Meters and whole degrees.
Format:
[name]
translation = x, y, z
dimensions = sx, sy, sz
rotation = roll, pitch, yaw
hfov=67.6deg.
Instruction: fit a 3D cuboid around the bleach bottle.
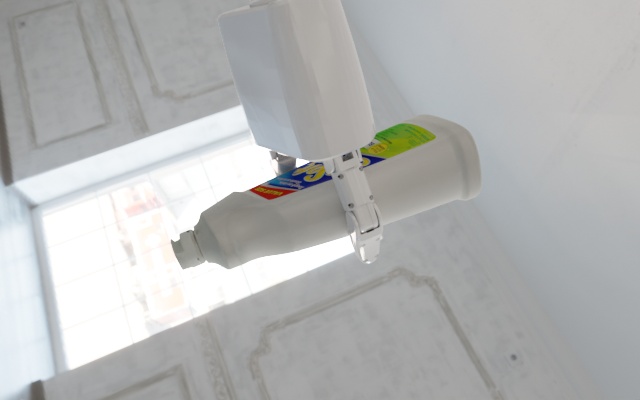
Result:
[bleach bottle]
translation = 0.000, 0.001, 0.404
dimensions = 0.251, 0.068, 0.102
rotation = -22, 25, -10
